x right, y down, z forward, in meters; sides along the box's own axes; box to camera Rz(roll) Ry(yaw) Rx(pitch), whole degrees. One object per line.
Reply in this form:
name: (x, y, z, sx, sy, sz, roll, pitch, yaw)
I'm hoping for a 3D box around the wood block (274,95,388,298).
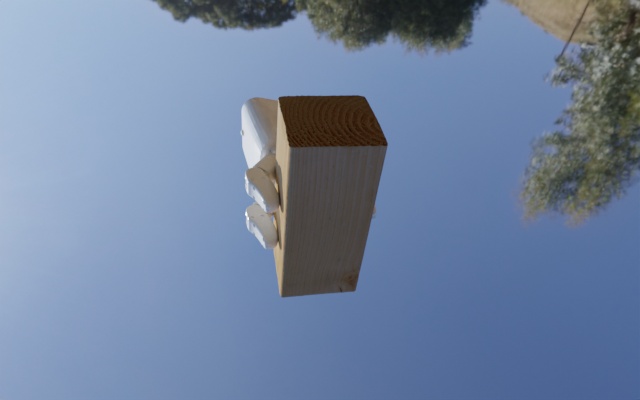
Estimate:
wood block: (0.000, 0.001, 0.509, 0.091, 0.206, 0.090, -3, 42, -11)
